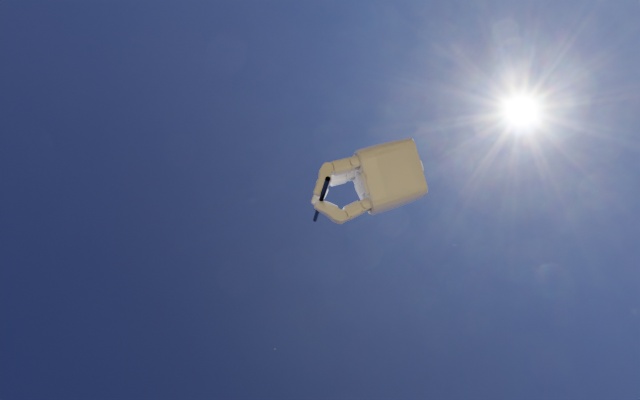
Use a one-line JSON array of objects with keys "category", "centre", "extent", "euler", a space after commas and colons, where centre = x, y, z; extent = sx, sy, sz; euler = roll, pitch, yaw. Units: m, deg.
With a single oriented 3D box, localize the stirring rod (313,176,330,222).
[{"category": "stirring rod", "centre": [0.000, 0.003, 0.834], "extent": [0.011, 0.011, 0.240], "euler": [0, -17, -5]}]
